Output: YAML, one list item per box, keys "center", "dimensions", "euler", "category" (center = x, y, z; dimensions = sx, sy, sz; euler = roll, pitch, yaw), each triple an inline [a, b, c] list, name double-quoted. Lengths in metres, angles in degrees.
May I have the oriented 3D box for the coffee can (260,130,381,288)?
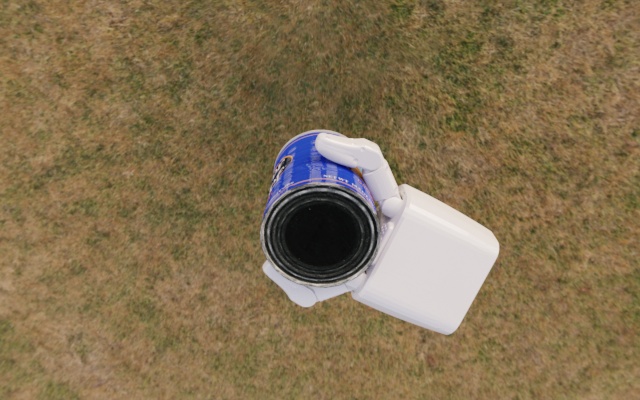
- center: [0.000, 0.001, 0.463]
  dimensions: [0.103, 0.103, 0.140]
  euler: [0, 26, 0]
  category: "coffee can"
